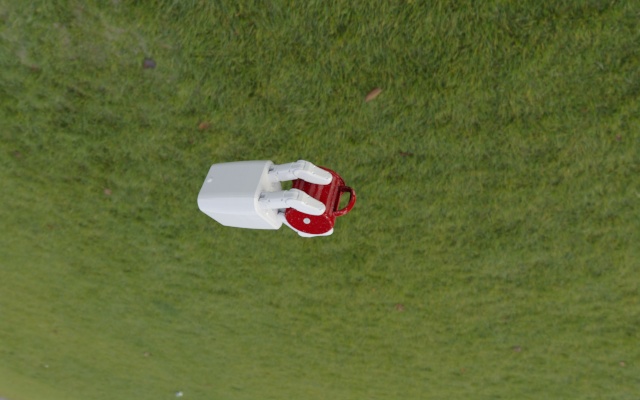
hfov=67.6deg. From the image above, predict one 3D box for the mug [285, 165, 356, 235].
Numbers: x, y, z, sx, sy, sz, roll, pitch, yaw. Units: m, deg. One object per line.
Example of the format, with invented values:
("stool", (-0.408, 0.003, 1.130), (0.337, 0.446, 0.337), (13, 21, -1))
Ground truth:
("mug", (0.001, 0.003, 0.777), (0.117, 0.081, 0.093), (0, -36, 20))
